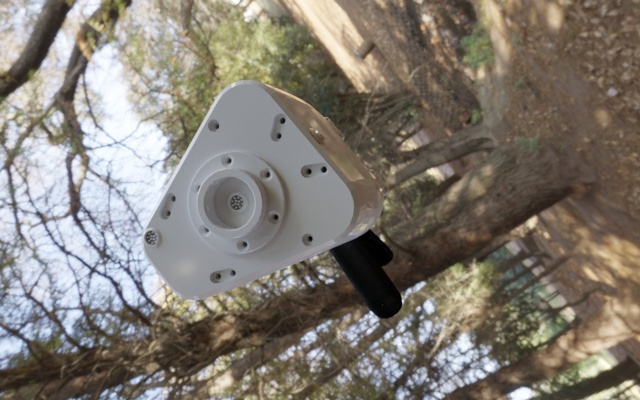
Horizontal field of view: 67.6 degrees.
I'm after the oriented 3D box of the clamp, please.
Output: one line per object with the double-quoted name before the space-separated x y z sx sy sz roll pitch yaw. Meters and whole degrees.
"clamp" -0.001 0.002 0.428 0.036 0.210 0.164 -41 -6 8
